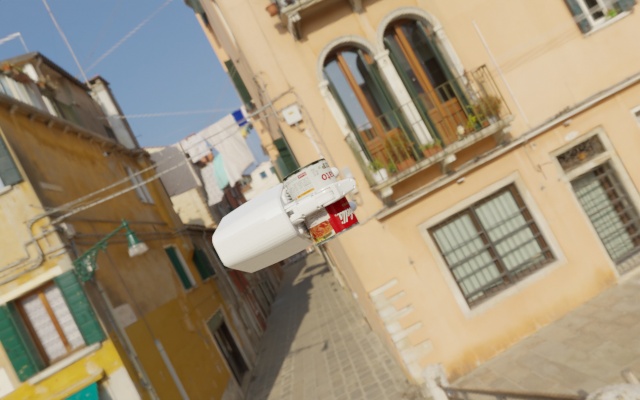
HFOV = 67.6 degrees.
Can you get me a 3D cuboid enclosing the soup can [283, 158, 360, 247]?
[{"bbox_3d":[0.000,0.002,0.651,0.068,0.102,0.068,-28,-2,-1],"label":"soup can"}]
